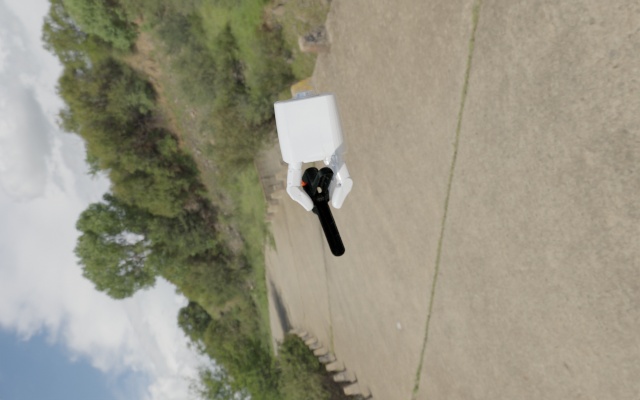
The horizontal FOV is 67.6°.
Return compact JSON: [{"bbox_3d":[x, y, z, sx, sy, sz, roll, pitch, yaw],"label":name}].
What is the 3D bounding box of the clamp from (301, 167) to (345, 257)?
[{"bbox_3d":[-0.001,0.003,0.891,0.036,0.164,0.210,-13,16,-11],"label":"clamp"}]
